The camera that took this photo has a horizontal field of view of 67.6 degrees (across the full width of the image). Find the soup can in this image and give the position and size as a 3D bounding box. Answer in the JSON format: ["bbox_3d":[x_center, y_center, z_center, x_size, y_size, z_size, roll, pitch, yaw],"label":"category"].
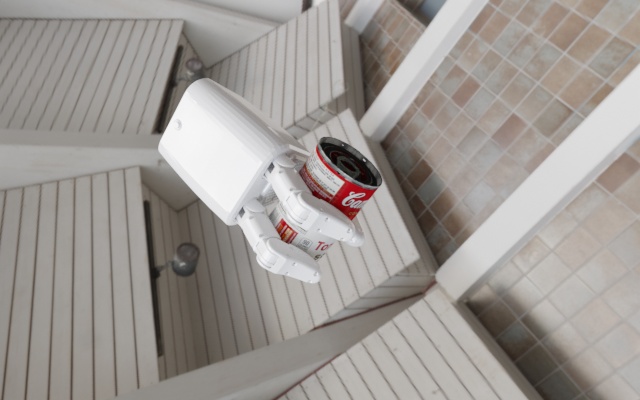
[{"bbox_3d":[0.000,0.002,0.444,0.068,0.102,0.068,29,27,-16],"label":"soup can"}]
